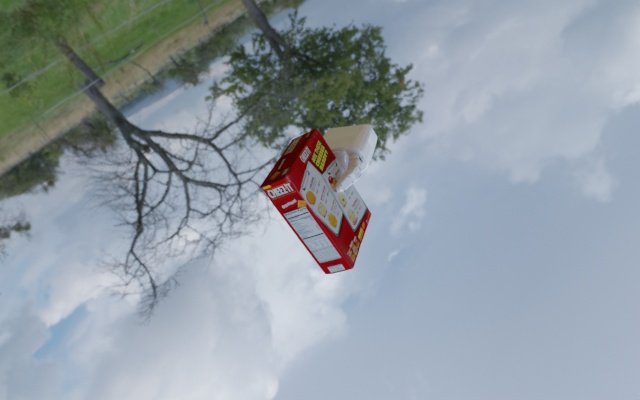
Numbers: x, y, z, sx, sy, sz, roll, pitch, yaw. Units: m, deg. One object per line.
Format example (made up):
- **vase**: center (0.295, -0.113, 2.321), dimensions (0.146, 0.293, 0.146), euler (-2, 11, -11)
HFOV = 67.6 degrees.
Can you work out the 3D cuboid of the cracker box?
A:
- **cracker box**: center (0.000, 0.003, 0.874), dimensions (0.072, 0.214, 0.164), euler (-20, 27, 32)
